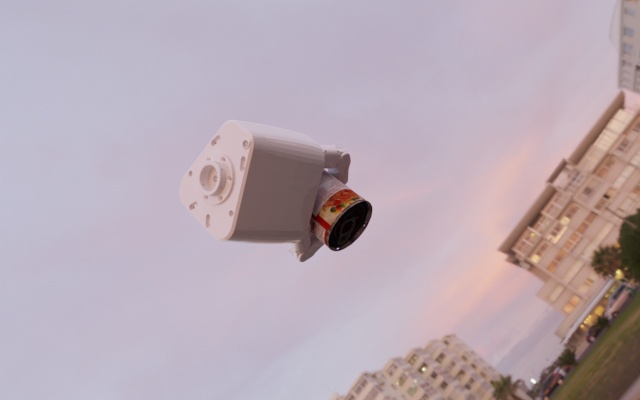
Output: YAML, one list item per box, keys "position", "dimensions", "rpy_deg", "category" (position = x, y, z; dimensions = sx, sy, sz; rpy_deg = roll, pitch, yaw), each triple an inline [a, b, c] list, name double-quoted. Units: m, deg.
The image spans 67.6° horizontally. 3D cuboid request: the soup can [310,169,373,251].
- position: [0.000, 0.002, 0.552]
  dimensions: [0.102, 0.068, 0.068]
  rpy_deg: [39, 23, 32]
  category: "soup can"
